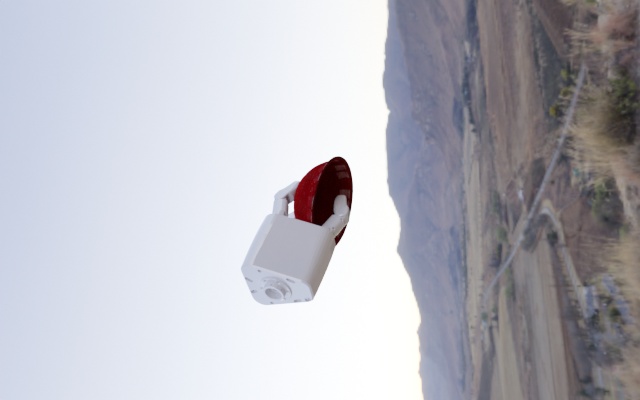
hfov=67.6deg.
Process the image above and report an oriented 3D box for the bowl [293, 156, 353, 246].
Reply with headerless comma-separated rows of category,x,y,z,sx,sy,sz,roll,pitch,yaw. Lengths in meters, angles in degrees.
bowl,0.000,0.002,0.806,0.055,0.162,0.162,9,4,26
